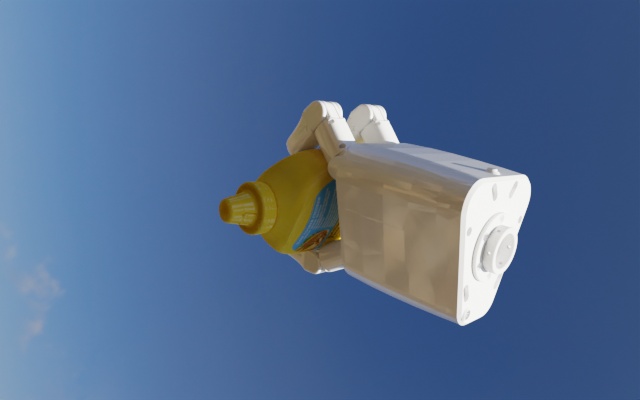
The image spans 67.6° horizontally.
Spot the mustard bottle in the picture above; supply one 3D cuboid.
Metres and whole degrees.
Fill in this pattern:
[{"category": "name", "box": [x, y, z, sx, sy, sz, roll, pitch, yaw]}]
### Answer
[{"category": "mustard bottle", "box": [0.000, 0.001, 0.412, 0.191, 0.096, 0.058, -6, 44, -43]}]
